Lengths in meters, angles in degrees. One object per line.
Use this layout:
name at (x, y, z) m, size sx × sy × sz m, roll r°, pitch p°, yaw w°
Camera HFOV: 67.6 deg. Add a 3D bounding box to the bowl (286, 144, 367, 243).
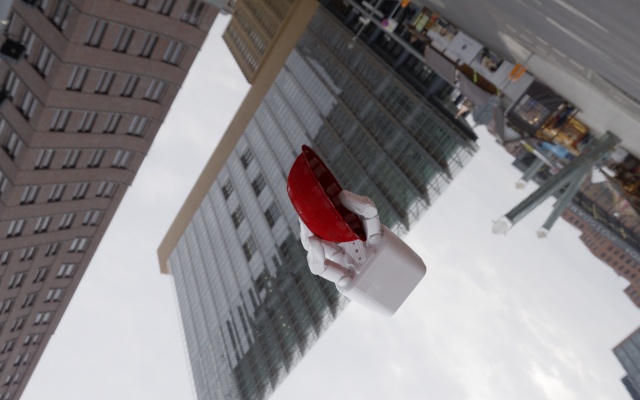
bowl at (-0.001, 0.001, 0.675) m, size 0.055 × 0.162 × 0.162 m, roll -33°, pitch -6°, yaw 10°
